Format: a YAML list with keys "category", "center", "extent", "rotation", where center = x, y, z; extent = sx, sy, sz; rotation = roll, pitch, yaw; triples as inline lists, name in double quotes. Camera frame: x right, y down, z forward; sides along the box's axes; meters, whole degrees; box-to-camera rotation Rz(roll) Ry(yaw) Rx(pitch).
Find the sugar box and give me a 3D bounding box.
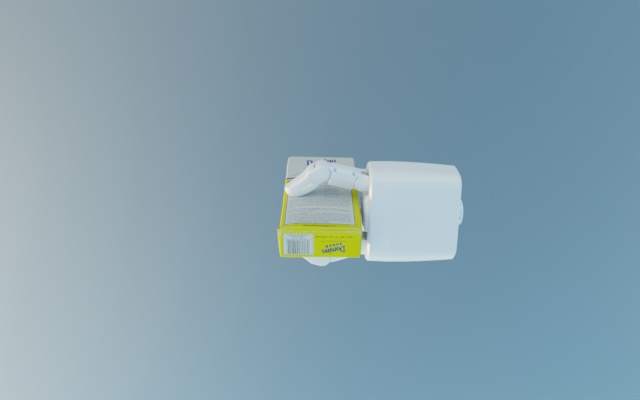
- category: "sugar box"
  center: [0.000, 0.002, 0.597]
  extent: [0.093, 0.048, 0.176]
  rotation: [1, 29, 0]
